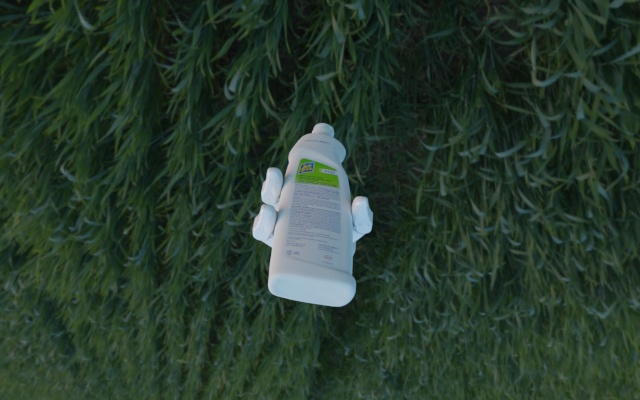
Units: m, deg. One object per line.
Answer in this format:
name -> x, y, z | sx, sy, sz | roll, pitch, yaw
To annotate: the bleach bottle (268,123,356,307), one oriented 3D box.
bleach bottle -> 0.000, 0.002, 0.608 | 0.102, 0.250, 0.068 | 11, -36, -5
